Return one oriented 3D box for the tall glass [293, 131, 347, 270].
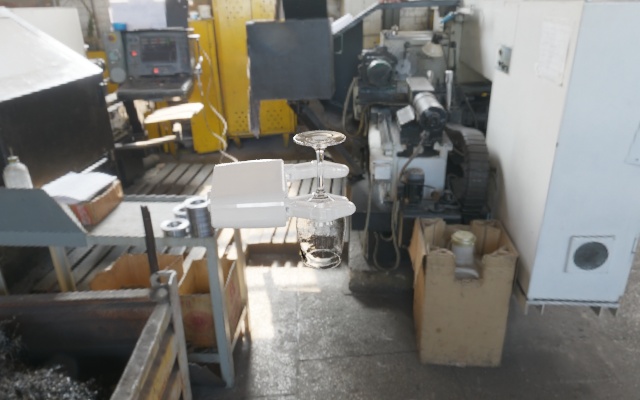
[{"bbox_3d":[0.000,0.002,0.715,0.079,0.201,0.079,-1,23,1],"label":"tall glass"}]
